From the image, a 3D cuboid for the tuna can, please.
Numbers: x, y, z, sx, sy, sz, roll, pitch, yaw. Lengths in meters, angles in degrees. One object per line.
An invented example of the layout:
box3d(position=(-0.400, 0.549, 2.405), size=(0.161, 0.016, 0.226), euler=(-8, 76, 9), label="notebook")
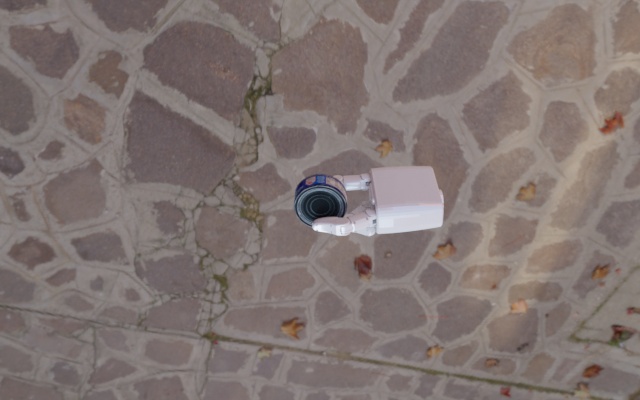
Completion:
box3d(position=(0.000, 0.003, 0.761), size=(0.086, 0.086, 0.033), euler=(0, 34, 2), label="tuna can")
